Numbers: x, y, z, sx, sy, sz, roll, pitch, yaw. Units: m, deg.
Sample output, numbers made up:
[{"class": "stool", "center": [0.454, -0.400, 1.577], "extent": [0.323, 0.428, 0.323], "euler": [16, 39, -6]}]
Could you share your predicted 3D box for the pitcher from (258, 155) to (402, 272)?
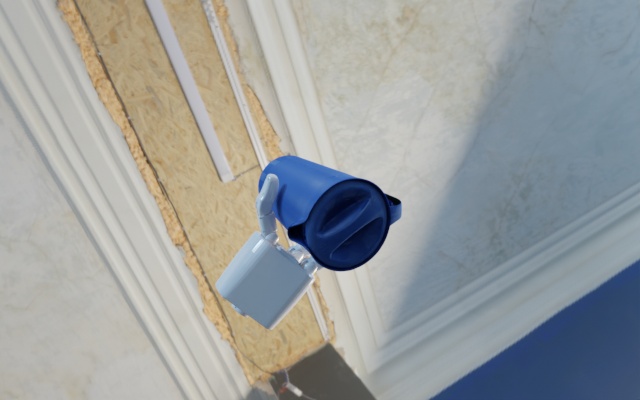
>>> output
[{"class": "pitcher", "center": [0.000, 0.003, 0.746], "extent": [0.149, 0.145, 0.242], "euler": [38, -3, -31]}]
